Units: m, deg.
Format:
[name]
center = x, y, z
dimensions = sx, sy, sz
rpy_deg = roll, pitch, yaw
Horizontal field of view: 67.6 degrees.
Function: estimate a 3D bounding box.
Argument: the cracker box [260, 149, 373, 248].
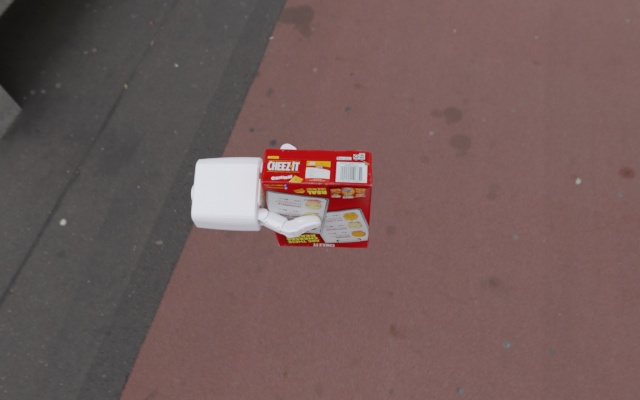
[cracker box]
center = 0.000, 0.003, 0.785
dimensions = 0.164, 0.072, 0.214
rpy_deg = 1, -30, 5
